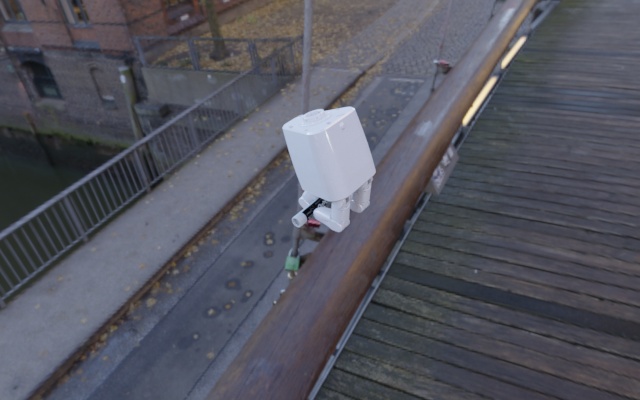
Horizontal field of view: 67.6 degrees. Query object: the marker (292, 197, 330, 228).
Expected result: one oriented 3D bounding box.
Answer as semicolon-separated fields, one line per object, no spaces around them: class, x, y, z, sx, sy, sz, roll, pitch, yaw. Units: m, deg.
marker;0.000;0.003;0.762;0.020;0.020;0.121;0;31;46
